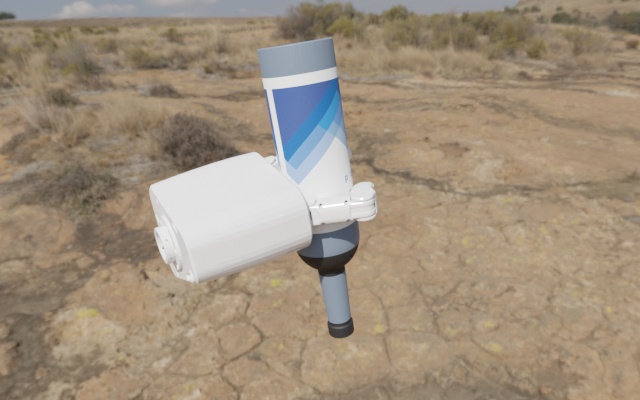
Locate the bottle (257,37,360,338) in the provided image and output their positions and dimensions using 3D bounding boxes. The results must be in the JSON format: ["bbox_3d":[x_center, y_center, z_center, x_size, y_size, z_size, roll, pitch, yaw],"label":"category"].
[{"bbox_3d":[0.000,0.001,0.461,0.069,0.296,0.069,-8,19,3],"label":"bottle"}]
